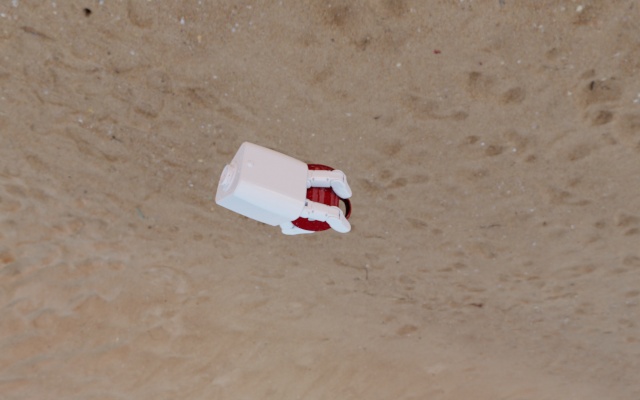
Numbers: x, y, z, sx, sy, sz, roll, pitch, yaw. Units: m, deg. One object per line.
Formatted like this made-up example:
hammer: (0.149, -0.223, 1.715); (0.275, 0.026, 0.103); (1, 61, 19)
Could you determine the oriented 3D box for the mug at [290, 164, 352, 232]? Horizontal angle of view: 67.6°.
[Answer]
mug: (0.001, 0.003, 0.799); (0.117, 0.081, 0.093); (21, -37, -25)
